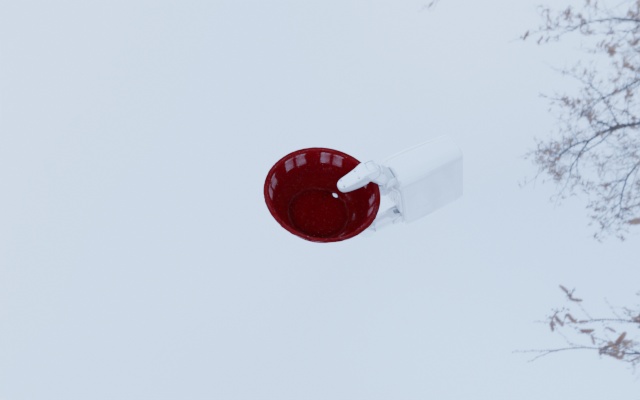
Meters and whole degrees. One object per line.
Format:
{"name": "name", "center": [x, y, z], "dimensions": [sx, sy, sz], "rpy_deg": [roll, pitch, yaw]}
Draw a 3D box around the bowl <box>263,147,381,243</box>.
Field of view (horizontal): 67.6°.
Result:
{"name": "bowl", "center": [-0.001, 0.003, 0.673], "dimensions": [0.162, 0.162, 0.055], "rpy_deg": [0, -35, -8]}
